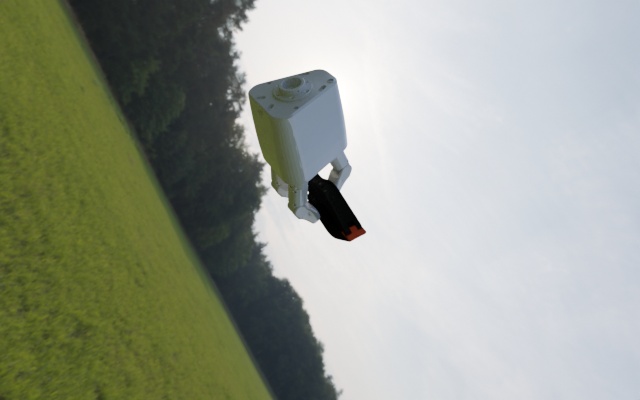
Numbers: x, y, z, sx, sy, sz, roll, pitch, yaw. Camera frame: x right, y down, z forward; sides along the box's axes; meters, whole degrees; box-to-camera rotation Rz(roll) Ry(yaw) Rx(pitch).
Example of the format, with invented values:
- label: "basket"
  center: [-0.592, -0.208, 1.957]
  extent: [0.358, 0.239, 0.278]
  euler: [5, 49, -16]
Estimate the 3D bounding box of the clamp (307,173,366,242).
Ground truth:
- label: "clamp"
  center: [0.001, 0.002, 0.718]
  extent: [0.036, 0.165, 0.210]
  euler: [-27, 48, -16]
